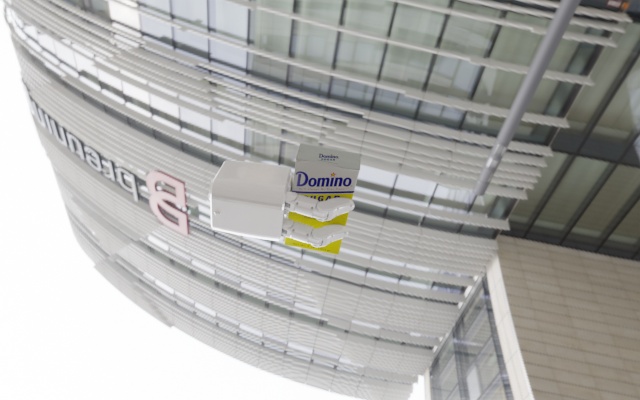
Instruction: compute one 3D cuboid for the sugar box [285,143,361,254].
[{"bbox_3d":[0.000,0.003,0.731,0.093,0.176,0.048,10,43,0],"label":"sugar box"}]
